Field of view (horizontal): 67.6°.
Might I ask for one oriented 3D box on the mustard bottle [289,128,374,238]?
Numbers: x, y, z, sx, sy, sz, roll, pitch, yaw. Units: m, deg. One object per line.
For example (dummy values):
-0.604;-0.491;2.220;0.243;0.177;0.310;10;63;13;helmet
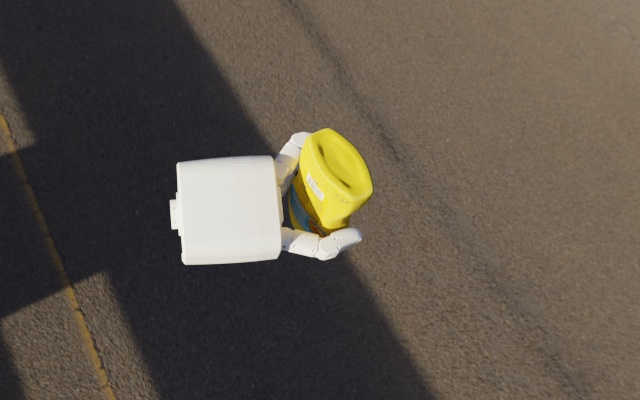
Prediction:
0.000;0.002;0.593;0.058;0.096;0.192;-28;-17;-26;mustard bottle
